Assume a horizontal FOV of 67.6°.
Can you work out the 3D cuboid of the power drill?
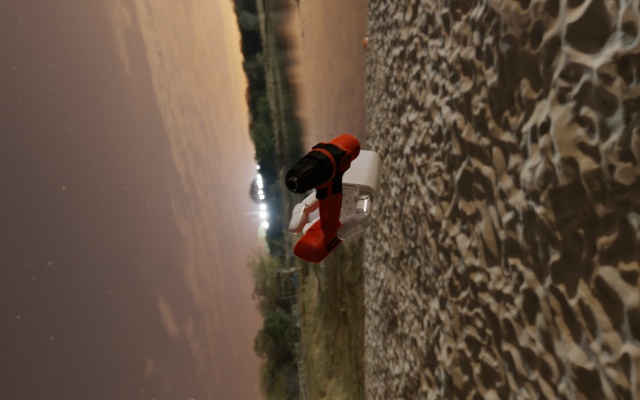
[{"bbox_3d":[0.000,0.003,0.750,0.057,0.188,0.184,22,33,23],"label":"power drill"}]
